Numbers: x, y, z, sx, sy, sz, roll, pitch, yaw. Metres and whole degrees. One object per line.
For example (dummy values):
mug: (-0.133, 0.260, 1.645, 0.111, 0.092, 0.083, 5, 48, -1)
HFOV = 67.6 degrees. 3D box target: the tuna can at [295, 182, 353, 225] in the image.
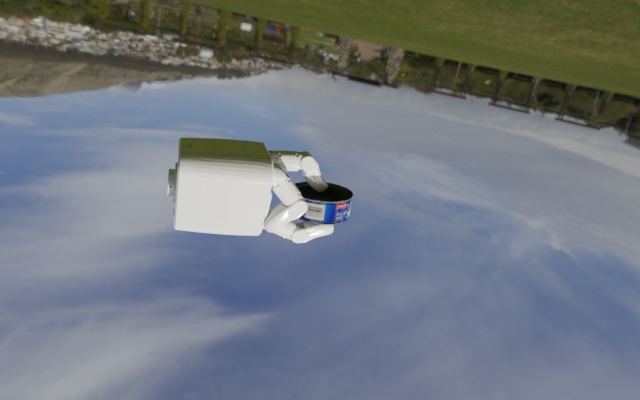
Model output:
tuna can: (0.000, 0.003, 0.651, 0.086, 0.034, 0.086, 6, 19, -2)
